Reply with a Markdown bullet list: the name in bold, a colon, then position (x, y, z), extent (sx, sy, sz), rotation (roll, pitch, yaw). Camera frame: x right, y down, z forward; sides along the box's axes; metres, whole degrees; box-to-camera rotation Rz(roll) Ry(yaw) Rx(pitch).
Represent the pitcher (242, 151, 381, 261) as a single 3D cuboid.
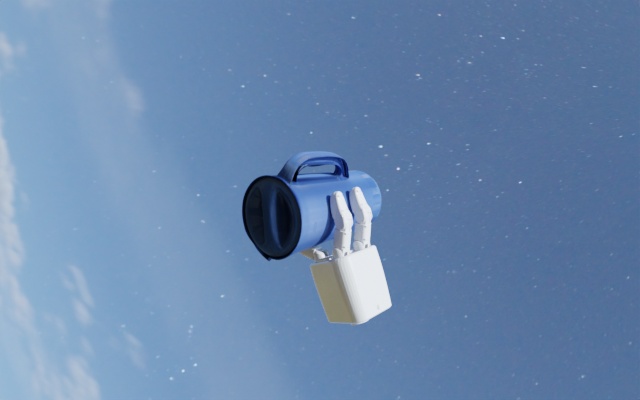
- **pitcher**: position (0.000, 0.003, 0.815), extent (0.149, 0.145, 0.243), rotation (-23, -7, 41)
